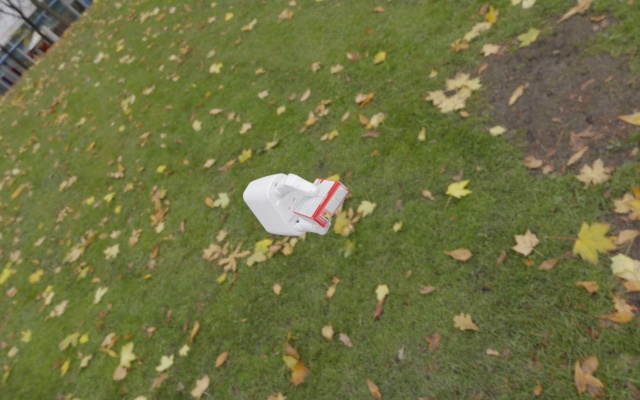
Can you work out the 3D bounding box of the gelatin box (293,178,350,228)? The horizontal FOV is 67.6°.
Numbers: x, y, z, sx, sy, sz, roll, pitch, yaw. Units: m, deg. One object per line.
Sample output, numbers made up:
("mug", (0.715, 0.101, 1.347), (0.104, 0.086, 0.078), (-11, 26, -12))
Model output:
("gelatin box", (0.000, 0.002, 0.780), (0.030, 0.073, 0.089), (39, -10, -22))
